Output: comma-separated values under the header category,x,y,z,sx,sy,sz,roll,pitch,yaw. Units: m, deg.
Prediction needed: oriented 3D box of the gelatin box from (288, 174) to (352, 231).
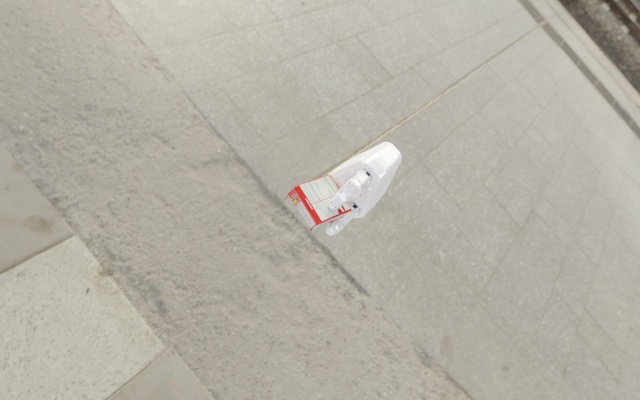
category,x,y,z,sx,sy,sz,roll,pitch,yaw
gelatin box,0.000,0.002,0.787,0.089,0.073,0.030,-21,-15,-46
